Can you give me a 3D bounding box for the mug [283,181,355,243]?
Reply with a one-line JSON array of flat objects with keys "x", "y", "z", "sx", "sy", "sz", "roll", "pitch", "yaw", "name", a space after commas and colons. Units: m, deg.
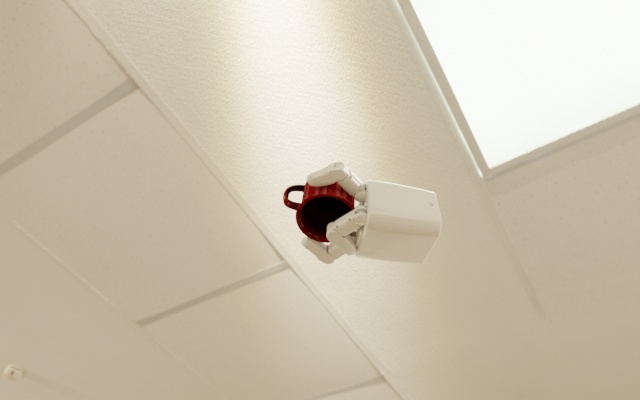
[{"x": -0.001, "y": 0.002, "z": 0.739, "sx": 0.117, "sy": 0.093, "sz": 0.081, "roll": 10, "pitch": 36, "yaw": -2, "name": "mug"}]
